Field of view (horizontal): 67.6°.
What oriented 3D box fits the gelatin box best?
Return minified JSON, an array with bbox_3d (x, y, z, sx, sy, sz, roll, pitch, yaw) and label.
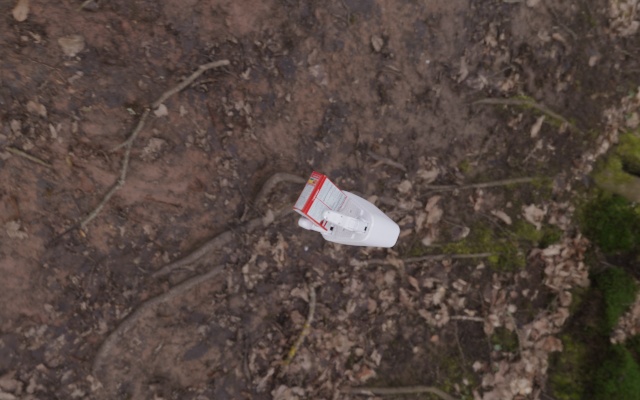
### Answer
[{"bbox_3d":[0.000,0.003,0.816,0.030,0.073,0.089,23,-10,36],"label":"gelatin box"}]
